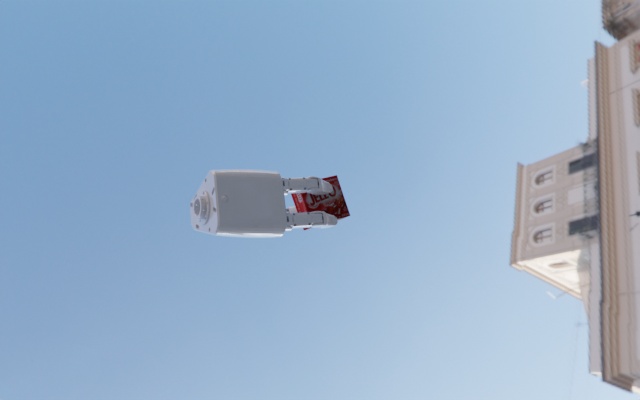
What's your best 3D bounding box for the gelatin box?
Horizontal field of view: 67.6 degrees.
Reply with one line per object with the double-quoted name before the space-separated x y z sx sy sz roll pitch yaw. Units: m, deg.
"gelatin box" 0.000 0.003 0.780 0.089 0.073 0.030 -14 -7 -41
